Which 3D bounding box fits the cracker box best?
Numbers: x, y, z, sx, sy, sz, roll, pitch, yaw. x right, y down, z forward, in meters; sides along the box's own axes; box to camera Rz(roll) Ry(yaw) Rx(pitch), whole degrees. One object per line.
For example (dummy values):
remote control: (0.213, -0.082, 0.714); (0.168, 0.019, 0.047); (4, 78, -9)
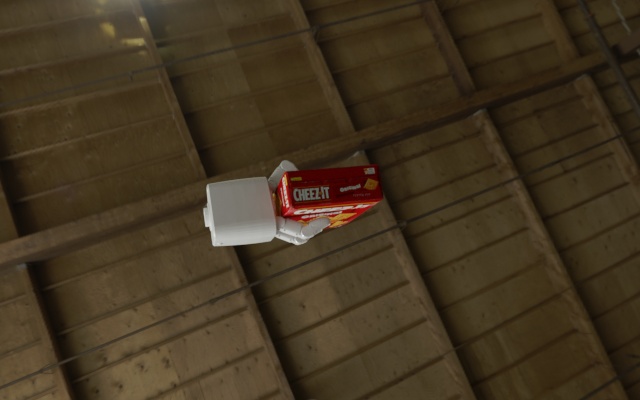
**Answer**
cracker box: (0.000, 0.003, 0.876); (0.164, 0.072, 0.214); (-6, -12, -16)
